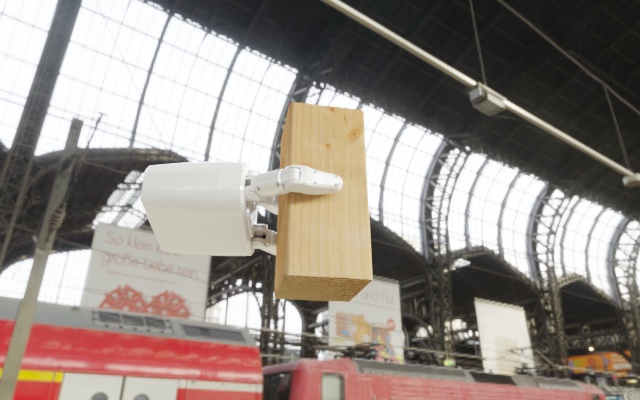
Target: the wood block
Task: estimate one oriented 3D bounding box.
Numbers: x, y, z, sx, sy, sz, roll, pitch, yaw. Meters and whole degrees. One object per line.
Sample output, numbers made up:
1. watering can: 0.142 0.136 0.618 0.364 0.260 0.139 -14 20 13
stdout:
1. wood block: 0.000 0.002 0.544 0.090 0.206 0.091 5 -26 -10
